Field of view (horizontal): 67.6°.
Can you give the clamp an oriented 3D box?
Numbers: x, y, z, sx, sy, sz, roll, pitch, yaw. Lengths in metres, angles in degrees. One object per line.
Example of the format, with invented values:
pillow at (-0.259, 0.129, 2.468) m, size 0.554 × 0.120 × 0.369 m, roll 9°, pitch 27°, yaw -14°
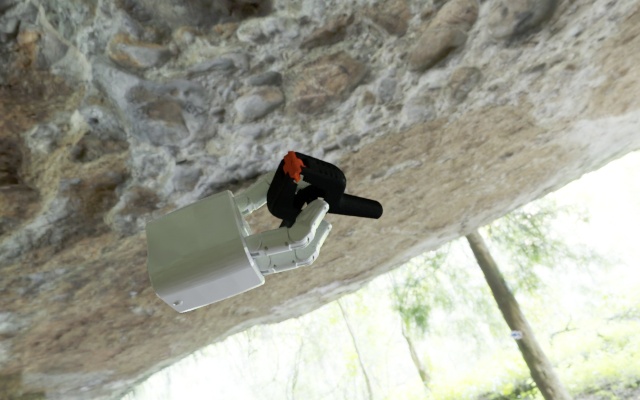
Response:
clamp at (0.000, 0.001, 0.574) m, size 0.164 × 0.036 × 0.210 m, roll -20°, pitch -27°, yaw -5°
